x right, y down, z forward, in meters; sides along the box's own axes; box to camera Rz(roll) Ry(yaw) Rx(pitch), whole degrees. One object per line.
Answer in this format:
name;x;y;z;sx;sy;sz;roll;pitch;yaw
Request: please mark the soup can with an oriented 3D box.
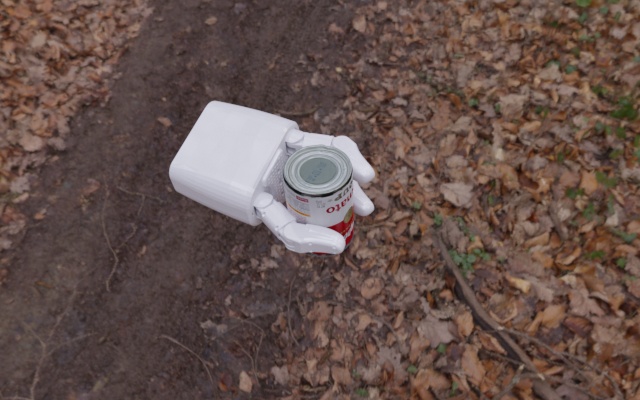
soup can;0.000;0.002;0.484;0.068;0.068;0.102;0;-39;4
